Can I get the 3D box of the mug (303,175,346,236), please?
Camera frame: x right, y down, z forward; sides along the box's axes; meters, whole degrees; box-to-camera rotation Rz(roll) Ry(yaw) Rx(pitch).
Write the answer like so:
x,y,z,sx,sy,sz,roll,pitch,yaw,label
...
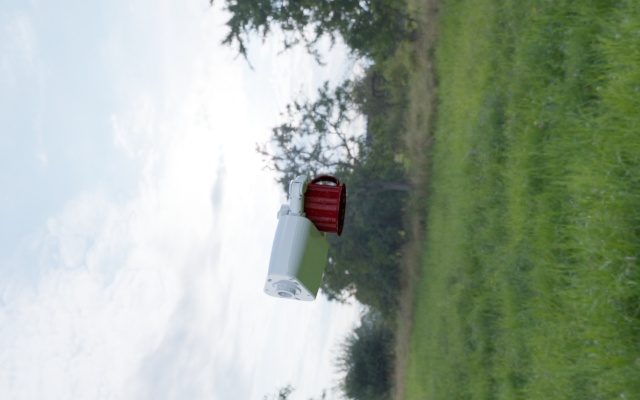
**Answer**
x,y,z,sx,sy,sz,roll,pitch,yaw,label
0.000,0.001,0.838,0.081,0.117,0.093,5,-33,10,mug
